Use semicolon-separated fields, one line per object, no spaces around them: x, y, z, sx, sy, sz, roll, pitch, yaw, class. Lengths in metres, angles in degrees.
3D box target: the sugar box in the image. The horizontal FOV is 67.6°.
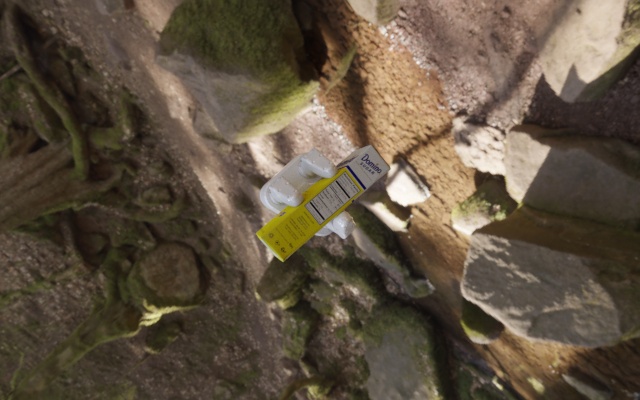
0.000;0.002;0.609;0.176;0.048;0.093;-43;8;-9;sugar box
